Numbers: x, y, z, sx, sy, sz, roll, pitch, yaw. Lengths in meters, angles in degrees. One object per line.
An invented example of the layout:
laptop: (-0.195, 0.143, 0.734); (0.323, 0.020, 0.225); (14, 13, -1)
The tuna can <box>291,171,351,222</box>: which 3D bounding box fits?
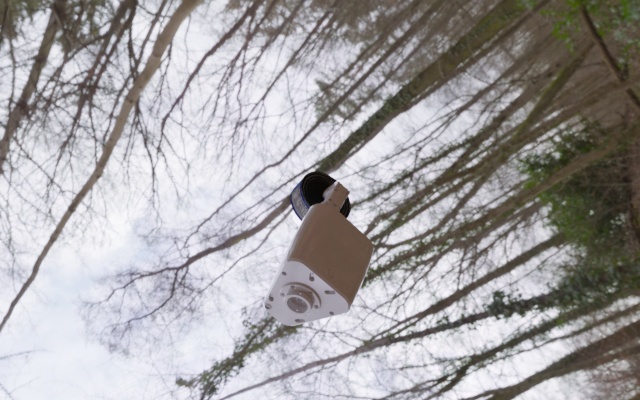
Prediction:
tuna can: (0.000, 0.003, 0.690); (0.086, 0.086, 0.034); (0, -32, -41)
